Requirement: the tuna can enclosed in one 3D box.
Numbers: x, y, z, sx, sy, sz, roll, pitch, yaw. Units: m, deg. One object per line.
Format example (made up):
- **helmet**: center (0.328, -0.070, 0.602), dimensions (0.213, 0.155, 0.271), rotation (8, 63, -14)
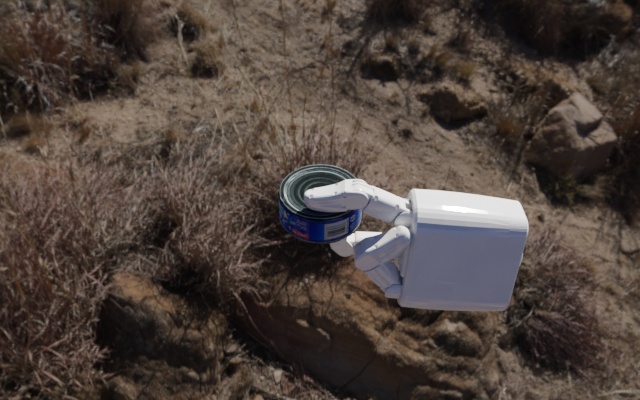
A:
- **tuna can**: center (0.000, 0.001, 0.483), dimensions (0.086, 0.034, 0.086), rotation (0, 43, 0)
